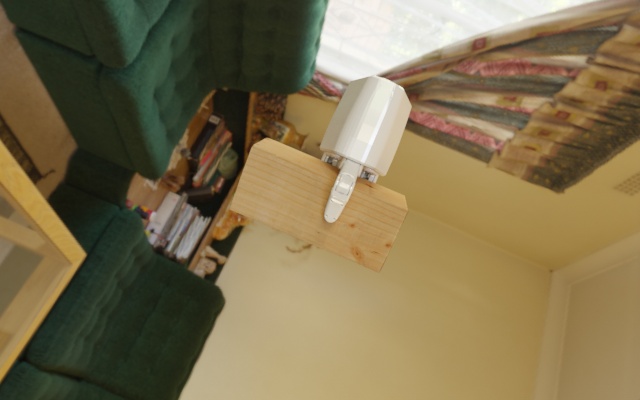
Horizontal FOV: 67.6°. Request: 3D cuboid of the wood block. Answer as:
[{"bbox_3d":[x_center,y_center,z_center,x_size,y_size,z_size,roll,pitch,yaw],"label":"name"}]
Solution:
[{"bbox_3d":[0.000,0.002,0.628,0.206,0.090,0.090,23,15,1],"label":"wood block"}]
